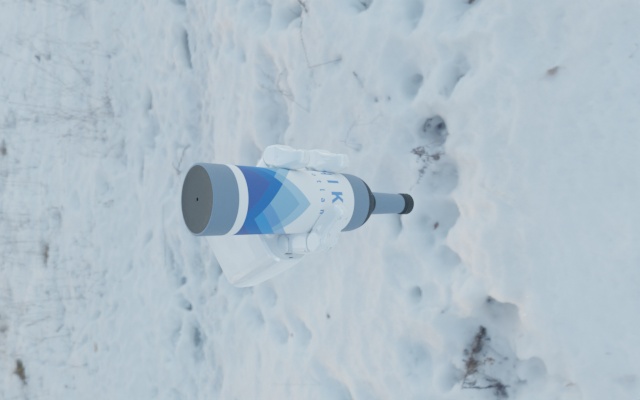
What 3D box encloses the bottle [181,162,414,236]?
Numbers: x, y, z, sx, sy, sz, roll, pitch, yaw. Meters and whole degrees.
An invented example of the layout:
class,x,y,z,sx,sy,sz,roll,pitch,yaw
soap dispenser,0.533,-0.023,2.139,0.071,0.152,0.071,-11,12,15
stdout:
class,x,y,z,sx,sy,sz,roll,pitch,yaw
bottle,0.000,0.002,0.523,0.296,0.069,0.069,1,-1,-41
